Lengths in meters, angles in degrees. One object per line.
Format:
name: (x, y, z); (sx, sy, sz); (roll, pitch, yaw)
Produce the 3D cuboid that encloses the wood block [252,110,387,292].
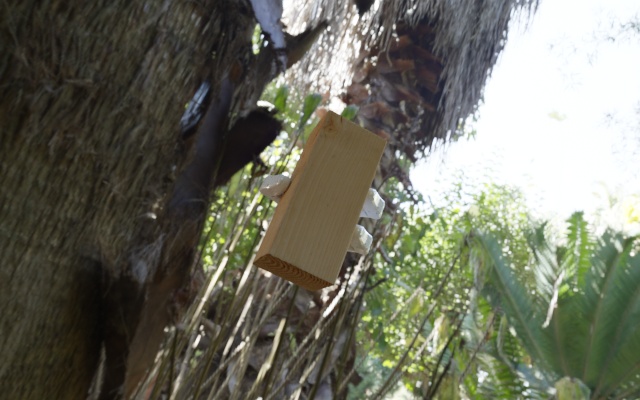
wood block: (0.000, 0.002, 0.621); (0.091, 0.206, 0.090); (26, -22, -11)
